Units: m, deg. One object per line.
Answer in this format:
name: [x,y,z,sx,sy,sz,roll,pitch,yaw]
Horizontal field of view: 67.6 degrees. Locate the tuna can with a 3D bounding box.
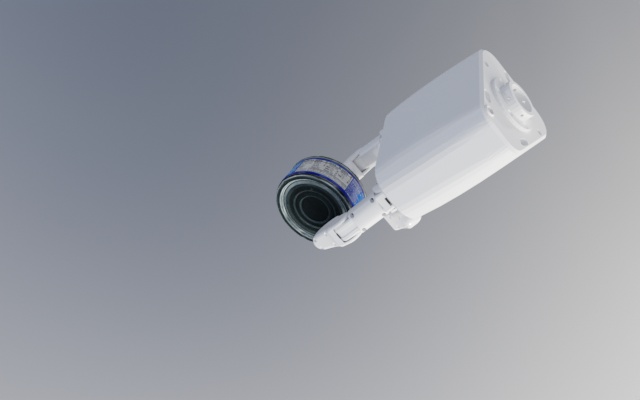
tuna can: [0.000,0.002,0.468,0.086,0.086,0.033,0,34,31]
